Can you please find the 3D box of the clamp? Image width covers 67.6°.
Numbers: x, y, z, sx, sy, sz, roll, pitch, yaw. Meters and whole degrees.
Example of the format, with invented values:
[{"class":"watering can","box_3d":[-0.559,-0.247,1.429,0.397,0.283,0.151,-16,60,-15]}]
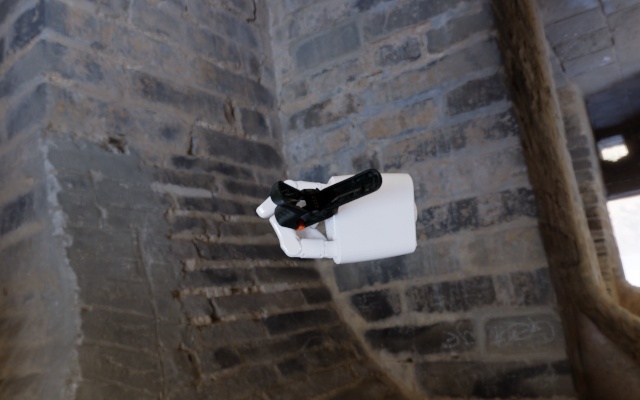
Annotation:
[{"class":"clamp","box_3d":[0.000,0.002,0.553,0.120,0.039,0.171,-5,-11,-8]}]
